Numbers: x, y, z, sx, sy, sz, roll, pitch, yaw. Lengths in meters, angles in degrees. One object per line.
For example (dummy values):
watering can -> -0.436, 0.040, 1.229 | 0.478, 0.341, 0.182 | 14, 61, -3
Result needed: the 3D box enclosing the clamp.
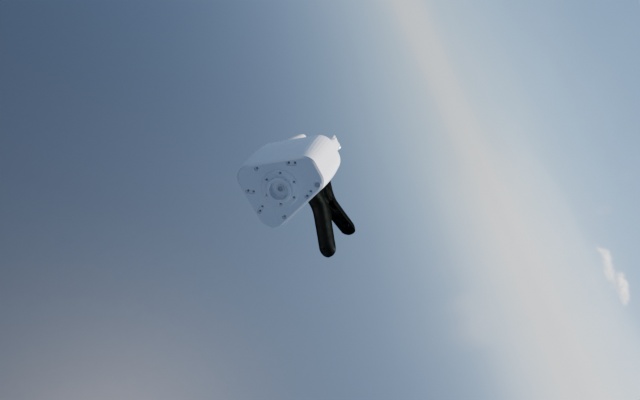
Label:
clamp -> 0.001, 0.002, 0.739 | 0.039, 0.171, 0.120 | -24, 14, 20
